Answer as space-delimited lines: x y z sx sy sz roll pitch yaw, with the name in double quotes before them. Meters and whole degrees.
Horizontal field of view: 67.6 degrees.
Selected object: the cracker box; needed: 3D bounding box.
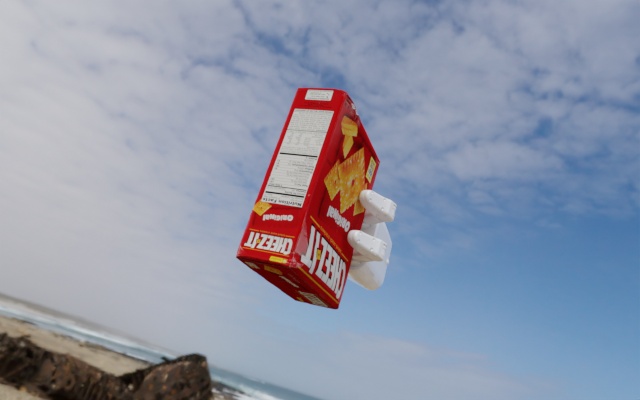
"cracker box" 0.000 0.002 0.566 0.072 0.213 0.164 7 -23 25
